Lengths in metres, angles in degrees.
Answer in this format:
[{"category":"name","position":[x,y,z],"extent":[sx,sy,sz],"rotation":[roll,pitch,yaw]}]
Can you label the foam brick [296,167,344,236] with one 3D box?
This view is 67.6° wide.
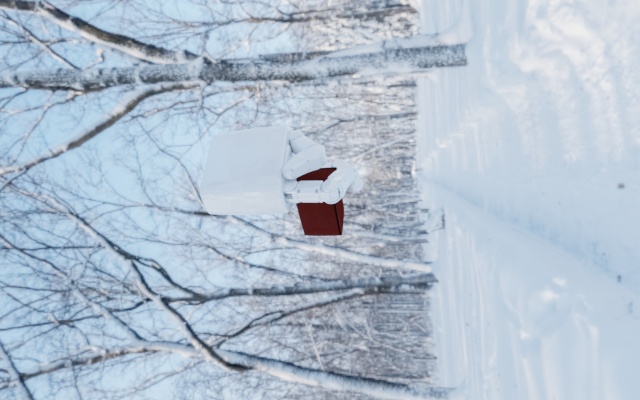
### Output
[{"category":"foam brick","position":[0.000,0.002,0.630],"extent":[0.051,0.078,0.053],"rotation":[-4,39,11]}]
